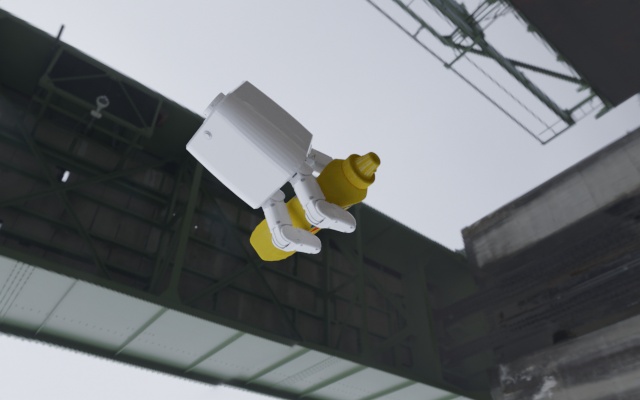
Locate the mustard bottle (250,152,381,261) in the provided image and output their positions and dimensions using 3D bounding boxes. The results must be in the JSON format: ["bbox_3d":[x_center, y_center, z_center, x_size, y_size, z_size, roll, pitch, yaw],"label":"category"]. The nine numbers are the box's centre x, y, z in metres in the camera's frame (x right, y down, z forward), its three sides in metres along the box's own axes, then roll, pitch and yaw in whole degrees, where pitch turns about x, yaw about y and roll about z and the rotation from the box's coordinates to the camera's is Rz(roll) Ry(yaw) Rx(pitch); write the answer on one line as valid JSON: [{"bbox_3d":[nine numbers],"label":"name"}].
[{"bbox_3d":[0.000,0.002,0.576,0.192,0.058,0.096,-40,-9,36],"label":"mustard bottle"}]
